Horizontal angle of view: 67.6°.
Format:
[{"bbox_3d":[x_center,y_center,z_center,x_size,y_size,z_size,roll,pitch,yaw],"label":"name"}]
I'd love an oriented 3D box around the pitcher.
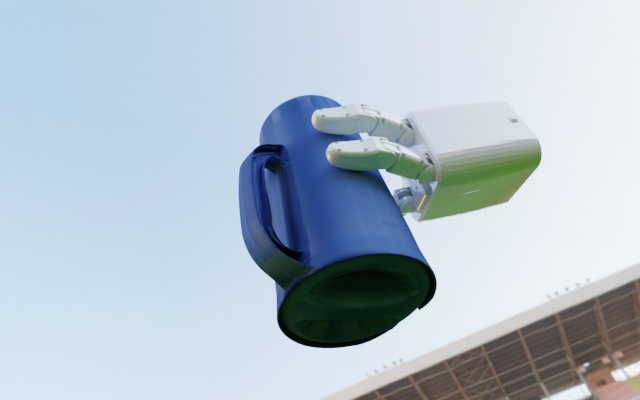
[{"bbox_3d":[0.000,0.002,0.456,0.145,0.242,0.149,-11,-43,-6],"label":"pitcher"}]
